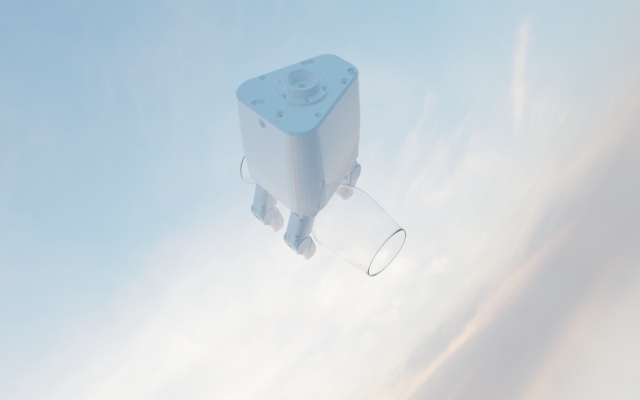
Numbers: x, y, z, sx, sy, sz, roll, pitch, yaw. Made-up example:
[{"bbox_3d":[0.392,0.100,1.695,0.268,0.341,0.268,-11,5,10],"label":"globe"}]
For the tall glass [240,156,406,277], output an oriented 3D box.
[{"bbox_3d":[0.000,0.001,0.545,0.201,0.079,0.079,38,19,27],"label":"tall glass"}]
